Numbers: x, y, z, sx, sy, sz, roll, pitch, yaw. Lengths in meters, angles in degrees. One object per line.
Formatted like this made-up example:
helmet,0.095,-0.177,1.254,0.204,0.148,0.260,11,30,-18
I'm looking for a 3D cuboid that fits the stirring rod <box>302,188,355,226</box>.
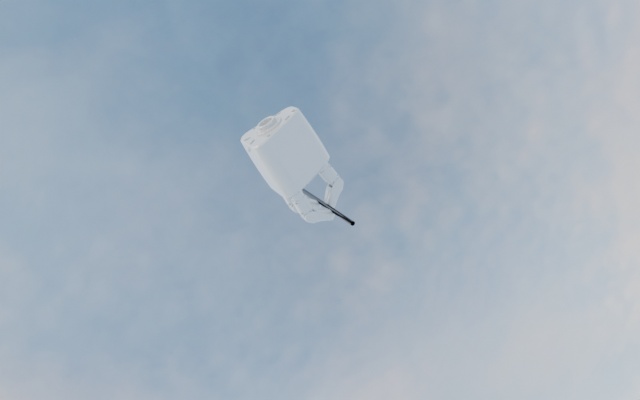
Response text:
stirring rod,0.000,0.003,0.878,0.011,0.011,0.239,0,17,-27
